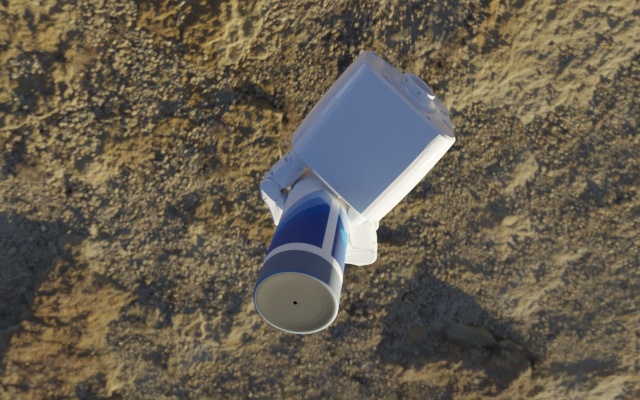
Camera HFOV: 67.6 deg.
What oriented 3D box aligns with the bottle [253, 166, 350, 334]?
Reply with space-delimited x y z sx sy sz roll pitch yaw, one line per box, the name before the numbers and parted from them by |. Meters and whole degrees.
bottle | 0.000 0.002 0.488 0.069 0.069 0.295 0 32 9
